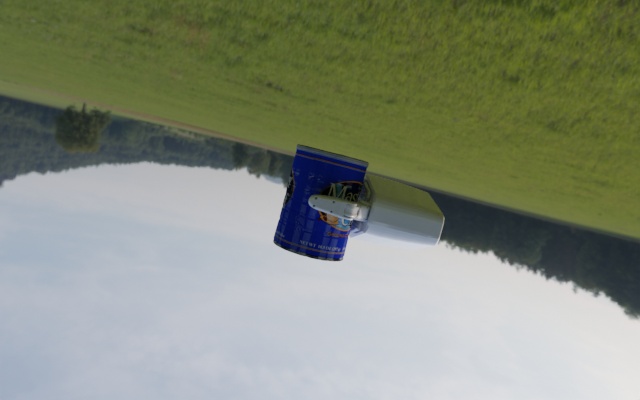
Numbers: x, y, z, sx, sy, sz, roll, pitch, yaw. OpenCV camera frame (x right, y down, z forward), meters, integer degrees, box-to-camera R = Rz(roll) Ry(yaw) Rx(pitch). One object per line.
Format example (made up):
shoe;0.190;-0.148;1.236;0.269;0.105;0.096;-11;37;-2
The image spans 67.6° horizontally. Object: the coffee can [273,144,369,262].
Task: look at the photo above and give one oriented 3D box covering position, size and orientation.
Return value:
coffee can;0.000;0.002;0.665;0.103;0.140;0.103;14;5;-1
